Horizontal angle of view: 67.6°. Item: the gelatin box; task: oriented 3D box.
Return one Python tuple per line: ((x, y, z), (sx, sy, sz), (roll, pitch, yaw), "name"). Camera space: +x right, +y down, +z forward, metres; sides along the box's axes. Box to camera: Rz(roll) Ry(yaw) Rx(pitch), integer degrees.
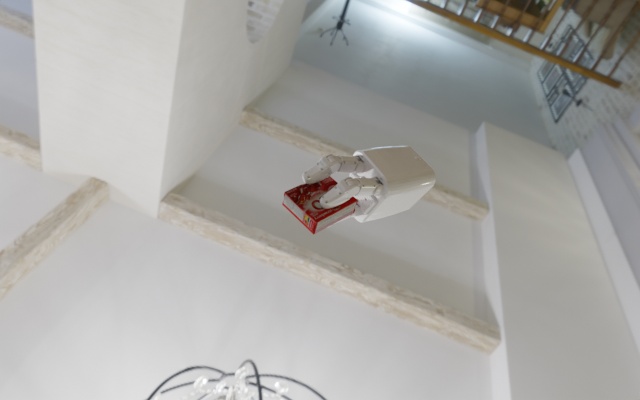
((0.000, 0.003, 0.711), (0.089, 0.030, 0.073), (-26, 56, -35), "gelatin box")
